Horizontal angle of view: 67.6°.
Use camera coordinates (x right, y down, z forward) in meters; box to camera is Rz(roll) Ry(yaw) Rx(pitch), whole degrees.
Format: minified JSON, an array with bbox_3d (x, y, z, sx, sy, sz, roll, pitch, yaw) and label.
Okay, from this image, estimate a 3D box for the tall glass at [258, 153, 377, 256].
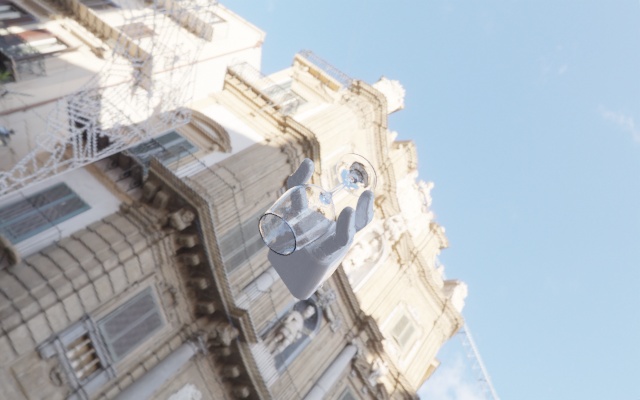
[{"bbox_3d":[0.000,0.002,0.678,0.079,0.079,0.201,0,24,38],"label":"tall glass"}]
